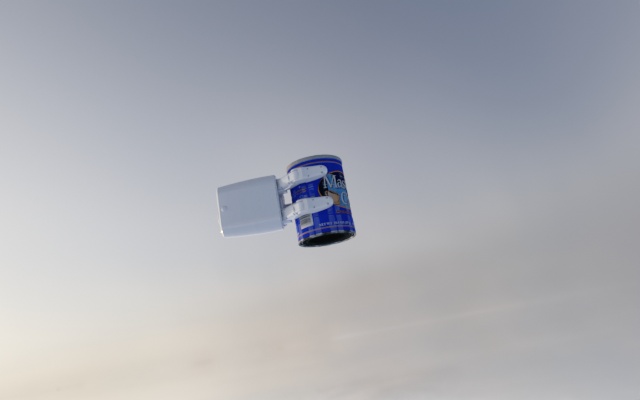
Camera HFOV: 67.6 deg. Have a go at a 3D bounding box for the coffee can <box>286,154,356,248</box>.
[{"bbox_3d":[0.000,0.003,0.845,0.103,0.140,0.103,-10,-16,-3],"label":"coffee can"}]
